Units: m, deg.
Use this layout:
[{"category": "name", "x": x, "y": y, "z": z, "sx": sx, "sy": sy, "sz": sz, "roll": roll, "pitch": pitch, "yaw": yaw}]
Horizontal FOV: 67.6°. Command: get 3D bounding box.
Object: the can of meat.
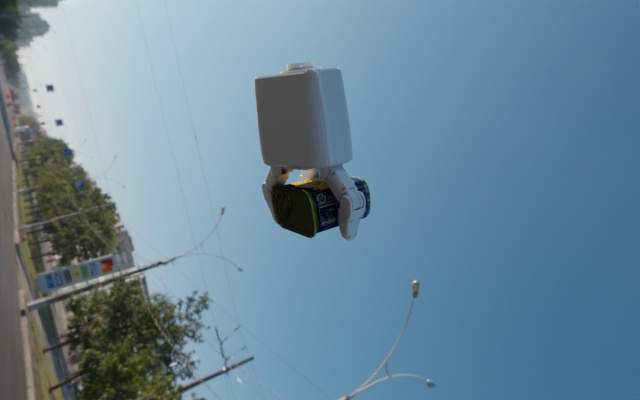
[{"category": "can of meat", "x": 0.000, "y": 0.002, "z": 0.588, "sx": 0.084, "sy": 0.057, "sz": 0.102, "roll": -16, "pitch": 15, "yaw": -29}]
